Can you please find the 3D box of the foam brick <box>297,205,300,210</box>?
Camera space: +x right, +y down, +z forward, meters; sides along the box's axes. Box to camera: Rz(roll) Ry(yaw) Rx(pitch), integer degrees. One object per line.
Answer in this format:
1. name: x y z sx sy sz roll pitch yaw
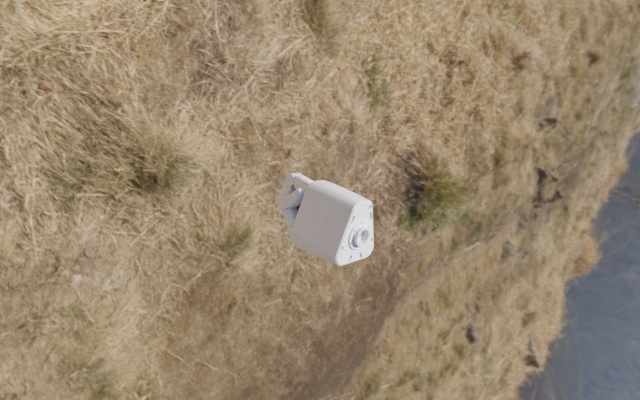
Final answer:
1. foam brick: 0.000 0.003 0.861 0.078 0.053 0.051 -10 24 -44
